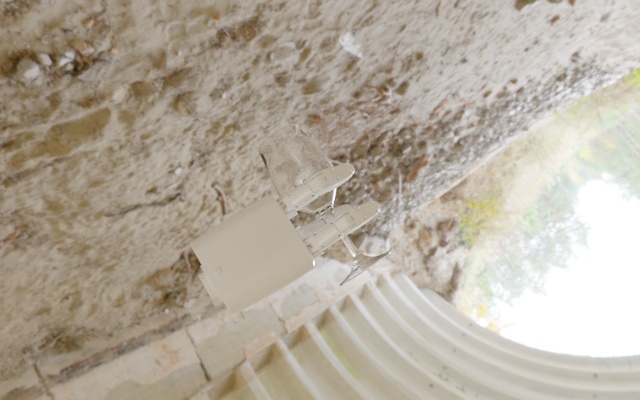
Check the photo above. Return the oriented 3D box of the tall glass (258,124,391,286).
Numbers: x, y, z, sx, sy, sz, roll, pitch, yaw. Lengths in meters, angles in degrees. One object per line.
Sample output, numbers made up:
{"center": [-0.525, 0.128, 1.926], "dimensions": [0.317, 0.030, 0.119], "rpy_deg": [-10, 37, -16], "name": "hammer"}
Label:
{"center": [0.001, 0.002, 0.595], "dimensions": [0.079, 0.201, 0.079], "rpy_deg": [-32, -11, -7], "name": "tall glass"}
